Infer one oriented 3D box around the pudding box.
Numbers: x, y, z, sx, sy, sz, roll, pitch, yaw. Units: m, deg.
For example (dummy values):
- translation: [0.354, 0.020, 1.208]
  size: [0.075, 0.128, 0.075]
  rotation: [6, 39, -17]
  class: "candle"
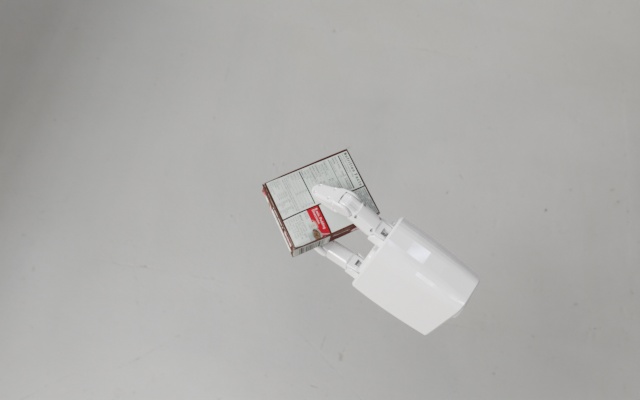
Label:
- translation: [0.000, 0.002, 0.560]
  size: [0.113, 0.090, 0.039]
  rotation: [-22, -15, -13]
  class: "pudding box"
